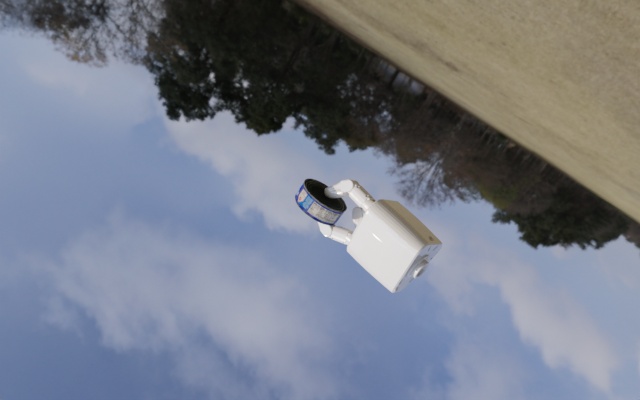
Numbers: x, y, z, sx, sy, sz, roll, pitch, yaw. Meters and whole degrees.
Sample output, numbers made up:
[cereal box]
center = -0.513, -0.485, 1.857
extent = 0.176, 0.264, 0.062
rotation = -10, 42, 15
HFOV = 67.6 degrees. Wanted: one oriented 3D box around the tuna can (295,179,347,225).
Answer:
[tuna can]
center = 0.000, 0.003, 0.805
extent = 0.086, 0.034, 0.086
rotation = 30, 22, -13
